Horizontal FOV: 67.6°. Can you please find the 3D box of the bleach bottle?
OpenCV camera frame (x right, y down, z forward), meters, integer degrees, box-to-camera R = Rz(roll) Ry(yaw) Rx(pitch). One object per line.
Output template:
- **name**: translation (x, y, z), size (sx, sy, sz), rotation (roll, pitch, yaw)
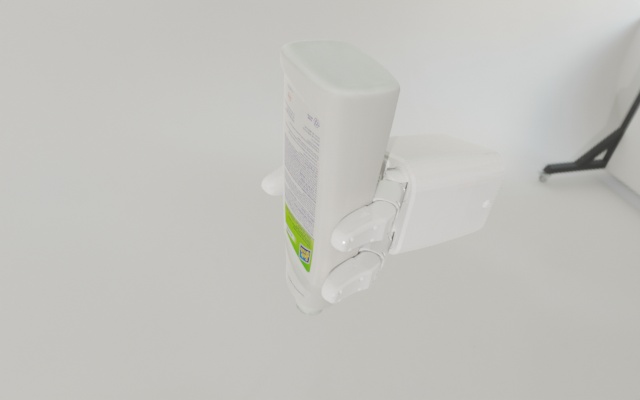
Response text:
- **bleach bottle**: translation (0.000, 0.001, 0.414), size (0.068, 0.251, 0.102), rotation (-10, 41, -23)
